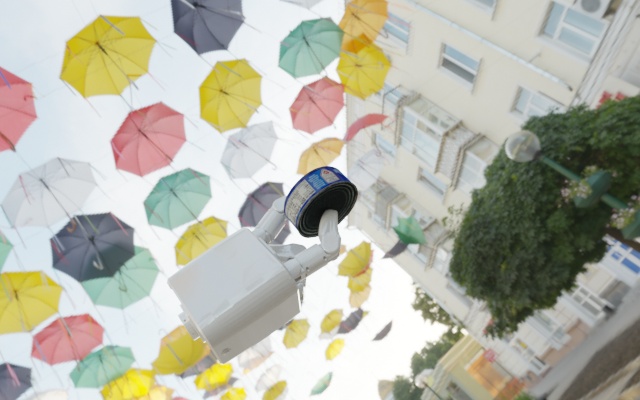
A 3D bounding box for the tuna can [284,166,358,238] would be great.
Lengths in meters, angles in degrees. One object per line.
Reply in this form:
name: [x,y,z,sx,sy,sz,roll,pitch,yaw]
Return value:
tuna can: [0.000,0.001,0.559,0.086,0.086,0.033,0,40,-48]
